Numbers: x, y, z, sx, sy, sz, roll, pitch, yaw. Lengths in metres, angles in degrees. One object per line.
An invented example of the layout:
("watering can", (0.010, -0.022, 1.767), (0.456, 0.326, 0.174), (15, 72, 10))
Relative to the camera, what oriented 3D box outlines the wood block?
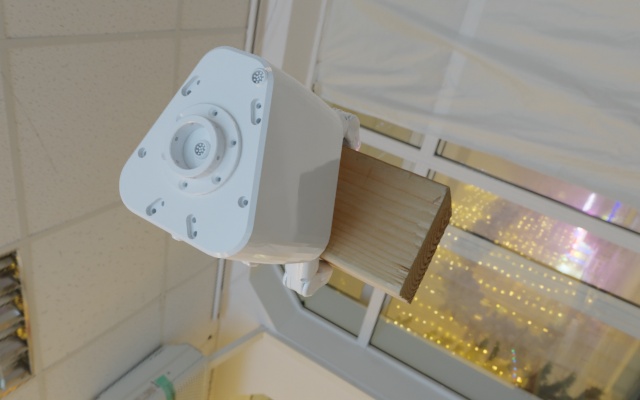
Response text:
("wood block", (0.000, 0.001, 0.420), (0.206, 0.091, 0.090), (24, -8, 22))
